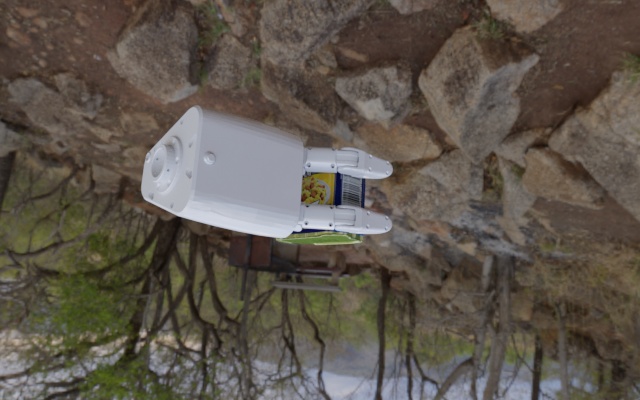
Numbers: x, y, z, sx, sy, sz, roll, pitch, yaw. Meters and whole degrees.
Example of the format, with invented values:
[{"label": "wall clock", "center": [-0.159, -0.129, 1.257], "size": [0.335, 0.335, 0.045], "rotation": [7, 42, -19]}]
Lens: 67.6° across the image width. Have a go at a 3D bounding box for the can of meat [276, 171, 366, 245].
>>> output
[{"label": "can of meat", "center": [0.000, 0.002, 0.500], "size": [0.102, 0.084, 0.057], "rotation": [-8, -16, 44]}]
